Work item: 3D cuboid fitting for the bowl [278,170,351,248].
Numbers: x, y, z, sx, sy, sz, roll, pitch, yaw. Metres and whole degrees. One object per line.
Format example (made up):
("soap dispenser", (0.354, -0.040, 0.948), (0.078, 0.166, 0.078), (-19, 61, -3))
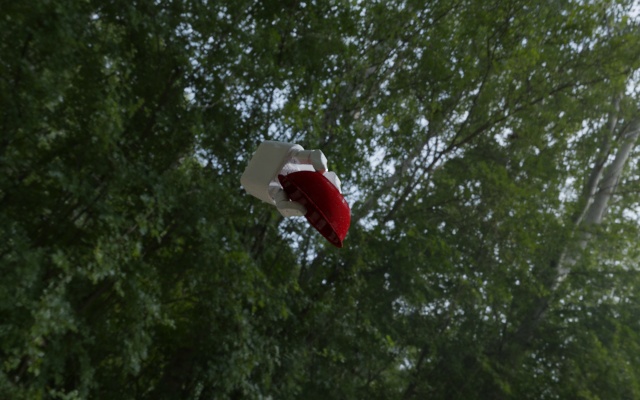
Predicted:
("bowl", (0.001, 0.003, 0.804), (0.055, 0.162, 0.162), (-41, 8, -10))
